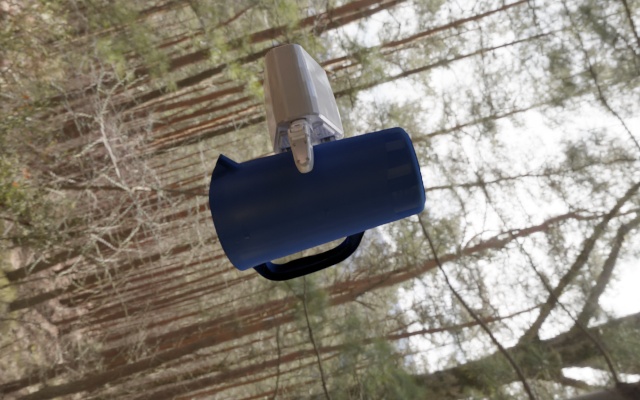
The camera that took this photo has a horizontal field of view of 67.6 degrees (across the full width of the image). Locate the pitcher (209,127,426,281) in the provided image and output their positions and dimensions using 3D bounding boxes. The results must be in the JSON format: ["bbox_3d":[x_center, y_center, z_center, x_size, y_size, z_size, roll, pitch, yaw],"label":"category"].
[{"bbox_3d":[0.000,0.002,0.587,0.243,0.145,0.149,-15,-19,6],"label":"pitcher"}]
